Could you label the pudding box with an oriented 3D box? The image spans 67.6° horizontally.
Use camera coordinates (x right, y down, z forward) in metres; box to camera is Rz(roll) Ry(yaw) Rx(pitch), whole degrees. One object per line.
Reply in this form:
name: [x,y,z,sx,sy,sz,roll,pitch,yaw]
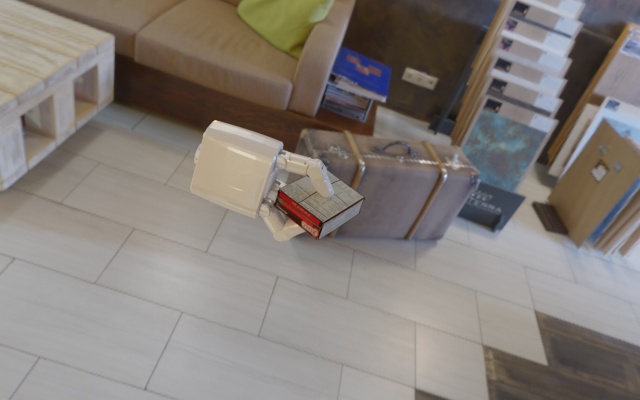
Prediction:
pudding box: [0.000,0.002,0.716,0.090,0.039,0.113,38,41,21]
